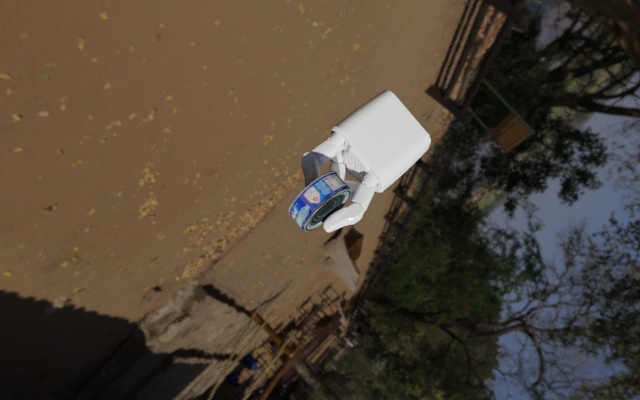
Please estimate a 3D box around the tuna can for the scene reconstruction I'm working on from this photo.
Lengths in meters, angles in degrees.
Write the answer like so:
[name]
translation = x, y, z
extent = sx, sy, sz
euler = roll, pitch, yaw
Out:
[tuna can]
translation = 0.000, 0.003, 0.643
extent = 0.086, 0.033, 0.086
euler = -37, -17, -13
